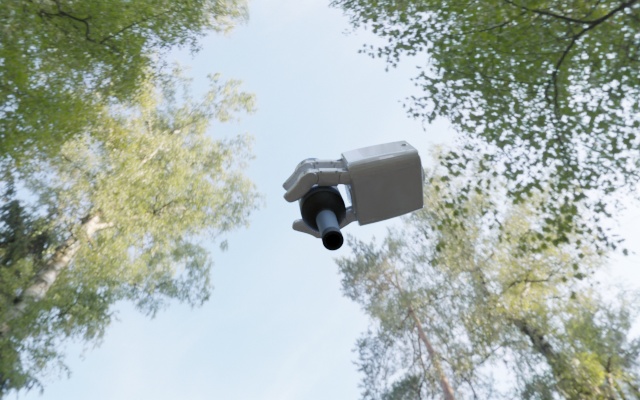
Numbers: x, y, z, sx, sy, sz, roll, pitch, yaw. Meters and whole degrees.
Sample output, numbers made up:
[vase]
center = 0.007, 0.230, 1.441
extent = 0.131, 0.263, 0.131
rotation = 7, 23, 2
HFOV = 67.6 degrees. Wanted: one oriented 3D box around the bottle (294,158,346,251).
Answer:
[bottle]
center = 0.000, 0.002, 0.725
extent = 0.069, 0.069, 0.295
rotation = 0, 19, -6
